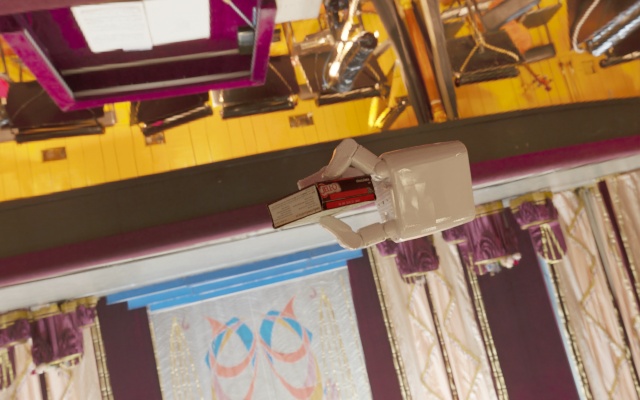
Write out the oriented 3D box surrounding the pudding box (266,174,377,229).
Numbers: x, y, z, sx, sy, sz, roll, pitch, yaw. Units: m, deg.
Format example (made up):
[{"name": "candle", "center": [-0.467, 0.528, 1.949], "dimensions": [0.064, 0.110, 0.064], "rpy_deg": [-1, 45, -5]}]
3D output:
[{"name": "pudding box", "center": [0.000, 0.002, 0.600], "dimensions": [0.090, 0.039, 0.113], "rpy_deg": [-9, -10, -39]}]
